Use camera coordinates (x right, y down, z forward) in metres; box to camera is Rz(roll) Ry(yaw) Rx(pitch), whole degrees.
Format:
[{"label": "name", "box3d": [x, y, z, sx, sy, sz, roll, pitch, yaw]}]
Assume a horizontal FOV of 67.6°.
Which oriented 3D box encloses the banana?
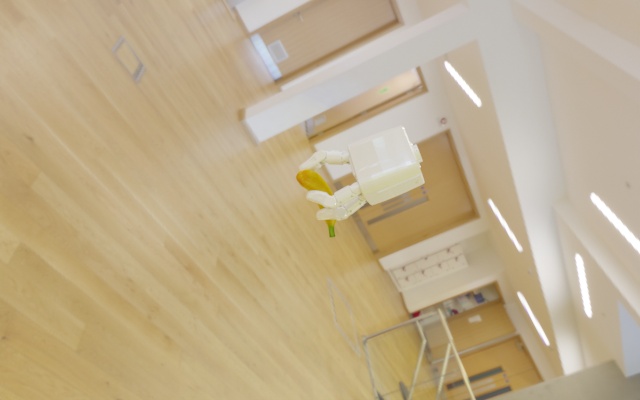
[{"label": "banana", "box3d": [-0.001, -0.009, 0.909, 0.037, 0.069, 0.198, -18, -41, 12]}]
